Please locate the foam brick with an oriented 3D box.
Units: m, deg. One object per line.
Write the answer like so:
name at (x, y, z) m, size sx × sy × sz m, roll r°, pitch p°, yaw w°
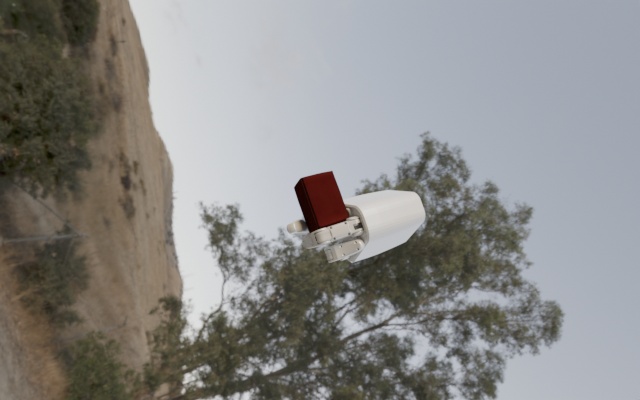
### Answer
foam brick at (0.000, 0.002, 0.710) m, size 0.051 × 0.078 × 0.053 m, roll -17°, pitch -7°, yaw -18°
